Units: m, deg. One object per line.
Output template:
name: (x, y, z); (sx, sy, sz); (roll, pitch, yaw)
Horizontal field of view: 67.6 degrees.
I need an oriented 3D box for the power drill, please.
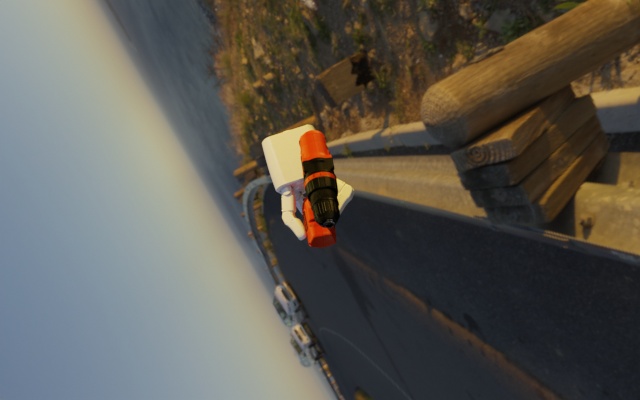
power drill: (0.000, 0.003, 0.813); (0.057, 0.184, 0.188); (-5, -35, -5)
